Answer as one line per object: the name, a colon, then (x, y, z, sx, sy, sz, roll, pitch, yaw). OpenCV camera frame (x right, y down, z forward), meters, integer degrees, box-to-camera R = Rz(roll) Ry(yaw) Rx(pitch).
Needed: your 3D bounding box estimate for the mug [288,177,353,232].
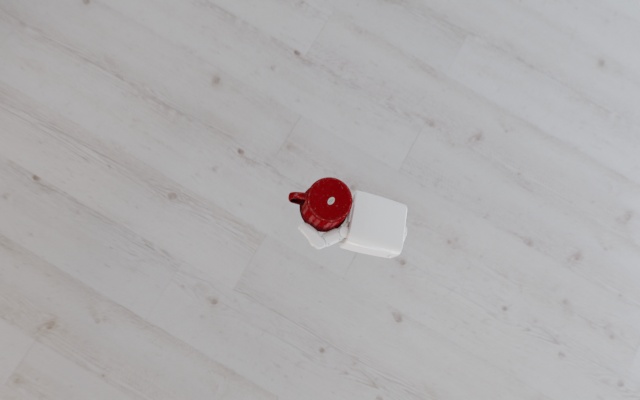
mug: (-0.001, 0.002, 0.860, 0.117, 0.093, 0.081, 14, -13, -4)
